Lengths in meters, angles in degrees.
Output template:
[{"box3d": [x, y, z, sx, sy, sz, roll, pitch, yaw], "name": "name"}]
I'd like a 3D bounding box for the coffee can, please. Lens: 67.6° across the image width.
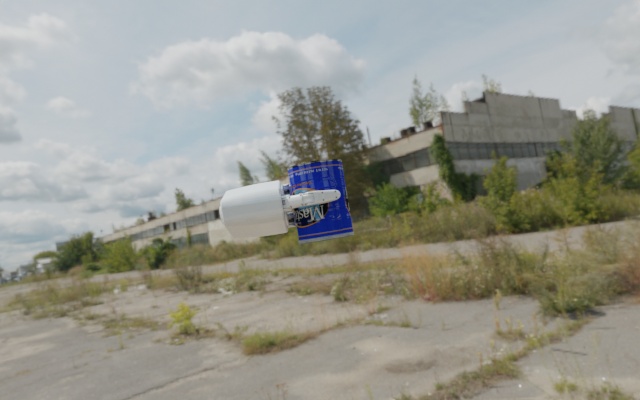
[{"box3d": [0.000, 0.003, 0.876, 0.103, 0.140, 0.103, -9, -3, -1], "name": "coffee can"}]
